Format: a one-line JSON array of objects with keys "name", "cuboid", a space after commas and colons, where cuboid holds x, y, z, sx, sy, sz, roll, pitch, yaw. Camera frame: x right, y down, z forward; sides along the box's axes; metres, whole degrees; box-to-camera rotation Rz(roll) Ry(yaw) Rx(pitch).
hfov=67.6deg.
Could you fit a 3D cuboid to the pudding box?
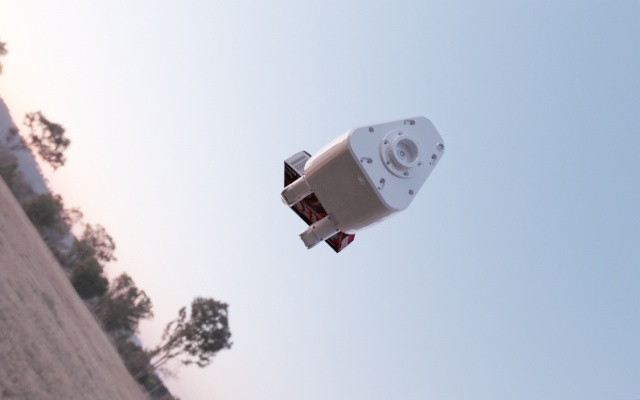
[{"name": "pudding box", "cuboid": [0.000, 0.002, 0.615, 0.039, 0.113, 0.090, -33, -27, -26]}]
